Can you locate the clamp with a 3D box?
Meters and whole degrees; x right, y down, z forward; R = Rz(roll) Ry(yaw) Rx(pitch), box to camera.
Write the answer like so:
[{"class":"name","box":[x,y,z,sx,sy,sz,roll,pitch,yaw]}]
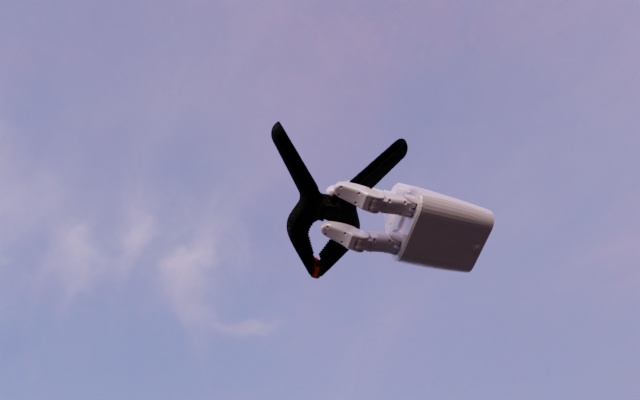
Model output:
[{"class":"clamp","box":[0.000,0.002,0.601,0.164,0.210,0.036,13,24,-12]}]
